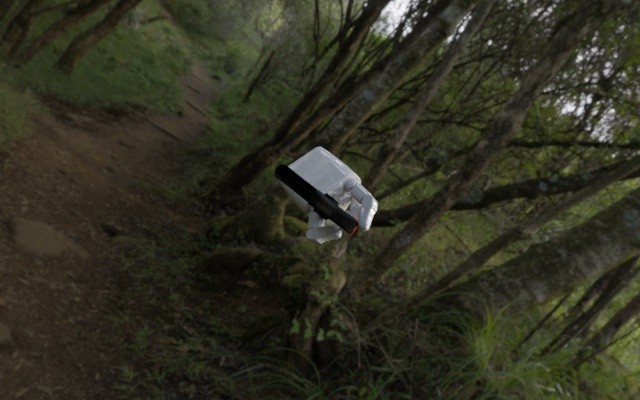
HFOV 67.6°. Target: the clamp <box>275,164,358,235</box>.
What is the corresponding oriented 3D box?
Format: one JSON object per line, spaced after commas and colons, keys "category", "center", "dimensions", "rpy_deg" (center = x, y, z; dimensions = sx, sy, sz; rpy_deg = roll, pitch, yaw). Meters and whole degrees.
{"category": "clamp", "center": [0.001, 0.002, 0.757], "dimensions": [0.120, 0.039, 0.171], "rpy_deg": [46, 3, 39]}
